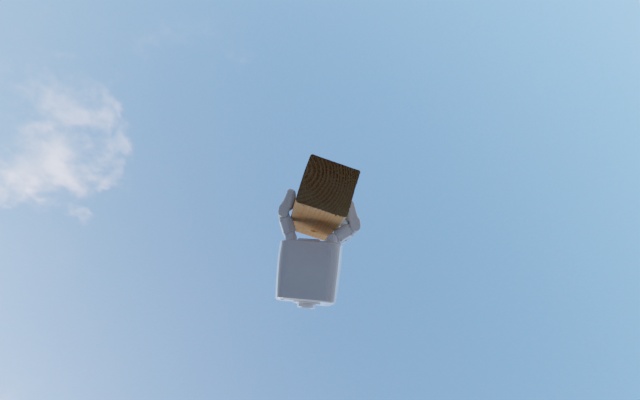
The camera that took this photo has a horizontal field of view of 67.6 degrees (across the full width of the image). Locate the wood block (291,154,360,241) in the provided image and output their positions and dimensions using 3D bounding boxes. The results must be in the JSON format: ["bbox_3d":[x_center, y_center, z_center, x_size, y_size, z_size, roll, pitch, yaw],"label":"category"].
[{"bbox_3d":[0.000,0.003,0.879,0.091,0.090,0.206,18,-17,-3],"label":"wood block"}]
